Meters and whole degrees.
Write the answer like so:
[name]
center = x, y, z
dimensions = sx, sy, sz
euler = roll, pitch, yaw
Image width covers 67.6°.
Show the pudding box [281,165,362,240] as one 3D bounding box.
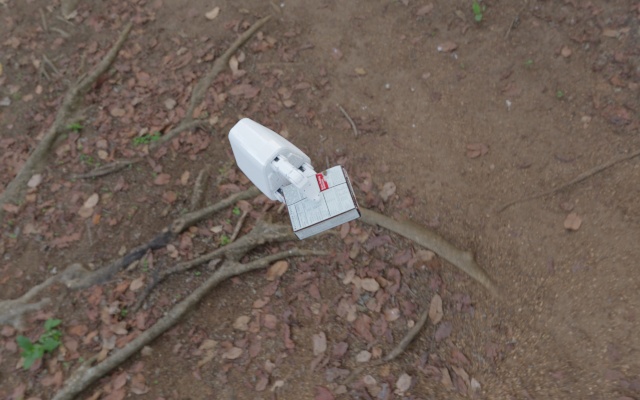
[pudding box]
center = 0.000, 0.002, 0.783
dimensions = 0.113, 0.090, 0.039
euler = -22, -28, 9
